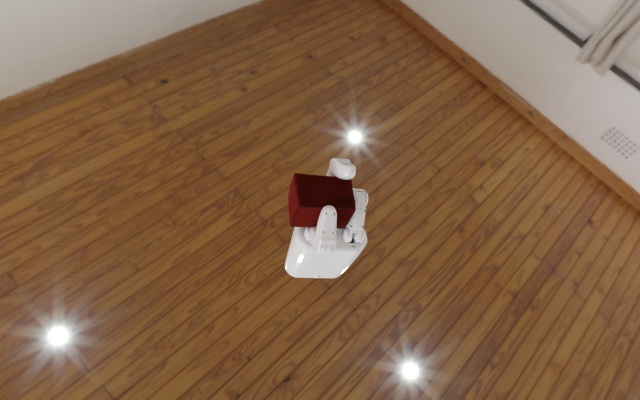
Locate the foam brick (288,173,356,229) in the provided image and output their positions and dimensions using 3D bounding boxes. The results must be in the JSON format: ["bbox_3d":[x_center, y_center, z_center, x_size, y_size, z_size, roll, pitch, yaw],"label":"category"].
[{"bbox_3d":[0.000,0.002,0.621,0.078,0.053,0.051,4,-33,-16],"label":"foam brick"}]
